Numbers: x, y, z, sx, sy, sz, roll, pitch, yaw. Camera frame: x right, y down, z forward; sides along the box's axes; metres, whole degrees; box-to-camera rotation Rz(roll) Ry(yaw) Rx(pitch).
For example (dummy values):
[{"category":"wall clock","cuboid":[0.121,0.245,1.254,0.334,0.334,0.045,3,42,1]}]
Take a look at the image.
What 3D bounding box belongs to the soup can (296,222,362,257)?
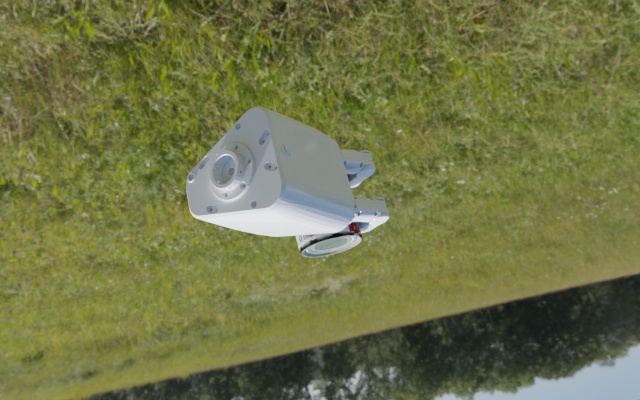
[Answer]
[{"category":"soup can","cuboid":[0.000,0.002,0.508,0.068,0.102,0.068,-13,-20,-5]}]
